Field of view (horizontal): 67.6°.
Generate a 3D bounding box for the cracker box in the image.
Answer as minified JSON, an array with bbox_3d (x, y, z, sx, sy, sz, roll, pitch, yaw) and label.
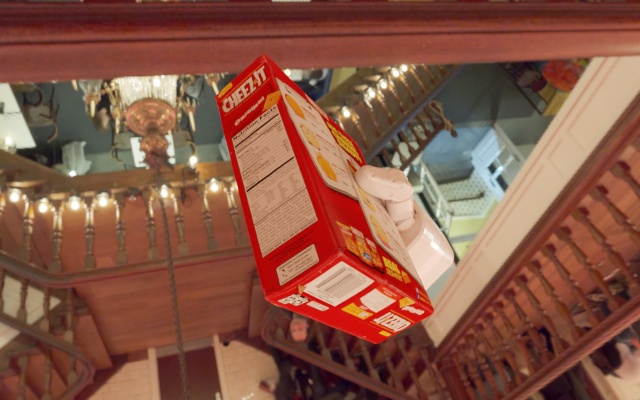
[{"bbox_3d":[0.000,0.001,0.414,0.072,0.213,0.164,-34,-38,17],"label":"cracker box"}]
